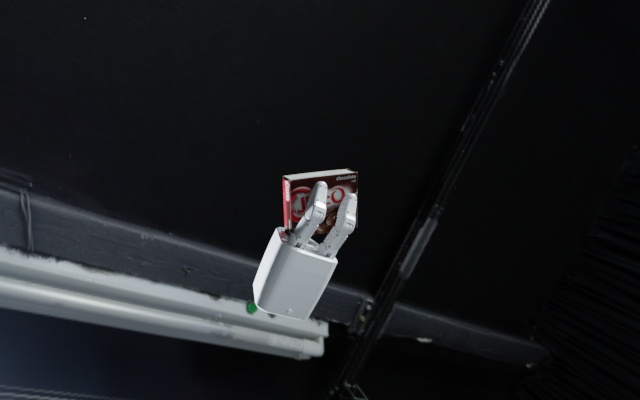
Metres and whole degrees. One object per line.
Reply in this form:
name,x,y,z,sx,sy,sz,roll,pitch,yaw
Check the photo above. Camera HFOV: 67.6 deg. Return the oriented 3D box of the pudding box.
pudding box,0.000,0.002,0.725,0.113,0.090,0.039,-9,20,-24
